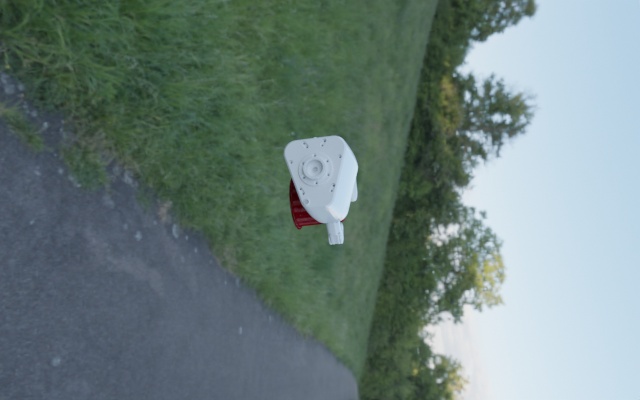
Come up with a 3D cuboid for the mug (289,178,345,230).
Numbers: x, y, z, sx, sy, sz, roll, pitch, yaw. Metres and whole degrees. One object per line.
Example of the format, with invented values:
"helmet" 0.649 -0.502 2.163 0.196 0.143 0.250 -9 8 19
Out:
"mug" 0.001 0.003 0.828 0.081 0.093 0.117 -6 -15 11
